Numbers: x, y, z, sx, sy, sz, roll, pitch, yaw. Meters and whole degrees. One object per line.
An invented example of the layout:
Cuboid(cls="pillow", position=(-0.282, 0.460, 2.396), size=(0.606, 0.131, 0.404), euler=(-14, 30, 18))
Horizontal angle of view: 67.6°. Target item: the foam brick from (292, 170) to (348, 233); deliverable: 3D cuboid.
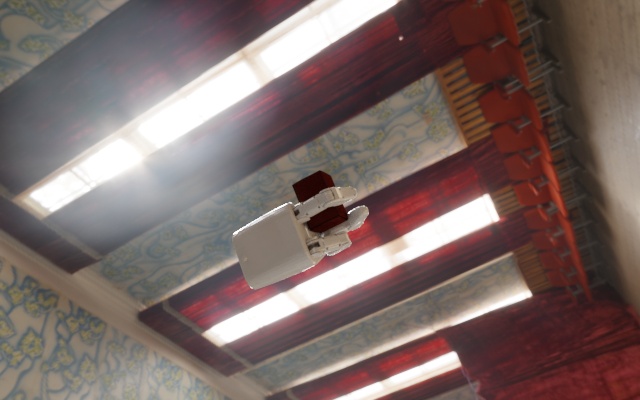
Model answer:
Cuboid(cls="foam brick", position=(0.000, 0.002, 0.721), size=(0.051, 0.078, 0.053), euler=(-27, -17, 15))
